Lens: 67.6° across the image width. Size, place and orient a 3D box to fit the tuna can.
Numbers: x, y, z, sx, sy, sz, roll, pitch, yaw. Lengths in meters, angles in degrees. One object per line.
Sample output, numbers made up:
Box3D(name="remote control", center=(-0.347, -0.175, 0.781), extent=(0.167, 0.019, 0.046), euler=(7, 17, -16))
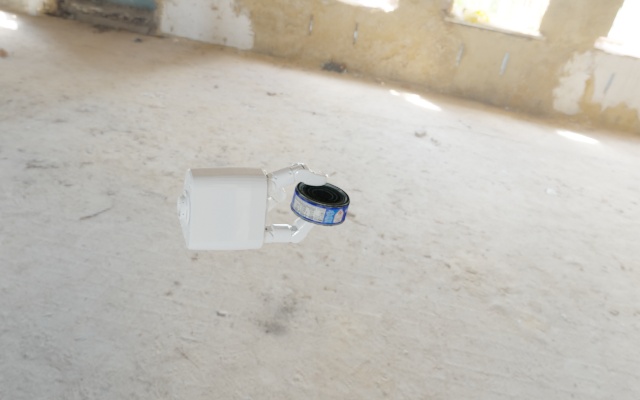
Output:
Box3D(name="tuna can", center=(0.000, 0.002, 0.711), extent=(0.086, 0.034, 0.086), euler=(13, 25, -6))
